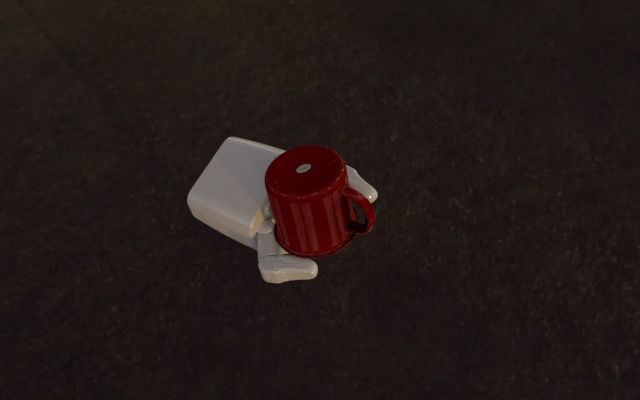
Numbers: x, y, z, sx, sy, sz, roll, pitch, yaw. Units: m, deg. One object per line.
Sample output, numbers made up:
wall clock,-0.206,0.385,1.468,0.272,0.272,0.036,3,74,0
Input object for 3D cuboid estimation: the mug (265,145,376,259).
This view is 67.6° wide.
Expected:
mug,0.001,0.002,0.481,0.117,0.082,0.093,18,52,27
